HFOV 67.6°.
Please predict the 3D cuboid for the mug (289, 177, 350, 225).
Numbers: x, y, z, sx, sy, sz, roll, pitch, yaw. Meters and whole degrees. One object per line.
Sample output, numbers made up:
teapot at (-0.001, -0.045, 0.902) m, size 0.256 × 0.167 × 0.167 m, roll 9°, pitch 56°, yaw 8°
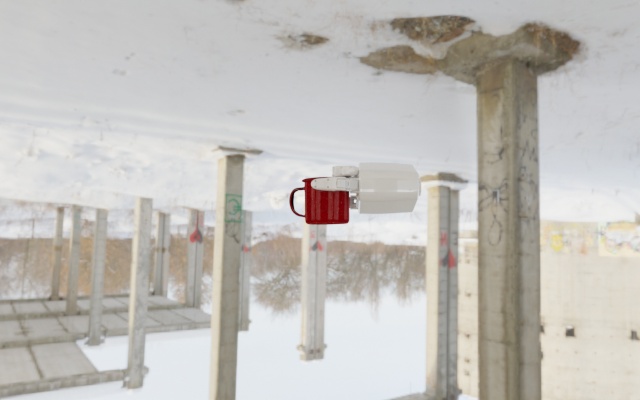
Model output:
mug at (-0.001, 0.003, 0.873) m, size 0.117 × 0.081 × 0.093 m, roll -1°, pitch -5°, yaw 6°
